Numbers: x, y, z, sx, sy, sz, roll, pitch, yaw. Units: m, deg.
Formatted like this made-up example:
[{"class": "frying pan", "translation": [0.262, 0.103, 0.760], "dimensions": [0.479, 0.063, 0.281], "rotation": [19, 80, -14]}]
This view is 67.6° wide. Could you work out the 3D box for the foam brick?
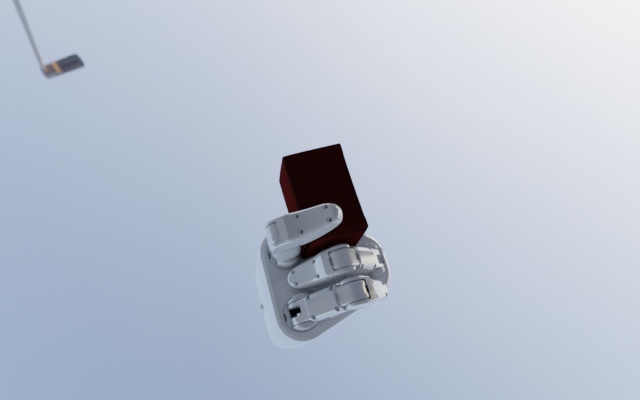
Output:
[{"class": "foam brick", "translation": [0.000, 0.001, 0.404], "dimensions": [0.053, 0.078, 0.051], "rotation": [-12, -19, -13]}]
